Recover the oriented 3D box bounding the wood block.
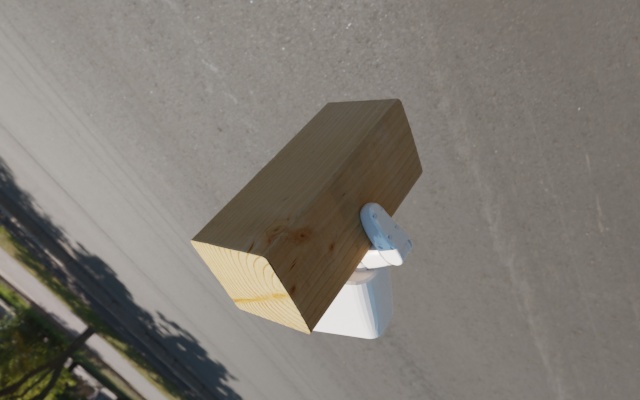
[{"bbox_3d":[0.000,0.002,0.430,0.091,0.090,0.206,7,45,40],"label":"wood block"}]
